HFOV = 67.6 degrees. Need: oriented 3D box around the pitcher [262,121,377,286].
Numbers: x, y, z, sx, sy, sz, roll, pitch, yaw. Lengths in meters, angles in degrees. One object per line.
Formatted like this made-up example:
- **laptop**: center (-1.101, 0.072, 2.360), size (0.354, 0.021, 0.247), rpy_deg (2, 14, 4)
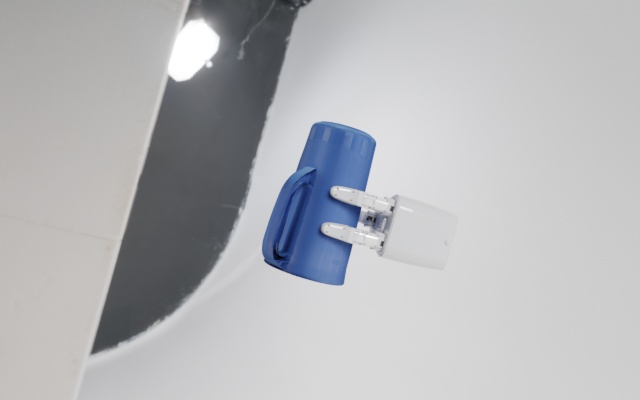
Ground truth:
- **pitcher**: center (0.000, 0.003, 0.749), size (0.145, 0.243, 0.149), rpy_deg (16, 0, -7)
